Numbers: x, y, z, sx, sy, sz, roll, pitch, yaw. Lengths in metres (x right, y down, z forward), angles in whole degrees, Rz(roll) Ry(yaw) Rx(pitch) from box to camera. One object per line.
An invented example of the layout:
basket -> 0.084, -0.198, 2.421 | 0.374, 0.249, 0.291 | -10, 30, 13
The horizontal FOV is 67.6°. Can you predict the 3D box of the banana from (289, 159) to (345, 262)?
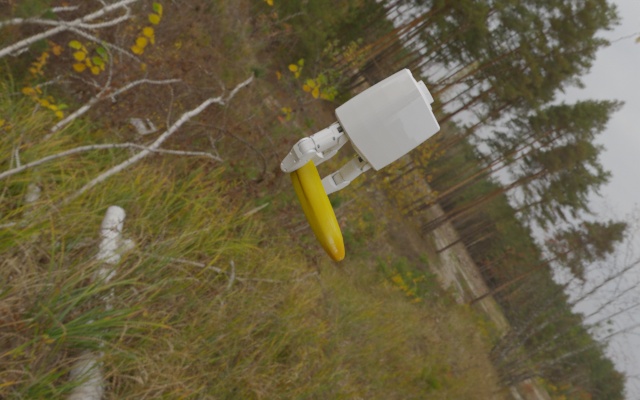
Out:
banana -> -0.009, -0.010, 0.651 | 0.037, 0.197, 0.070 | -30, -41, 11
